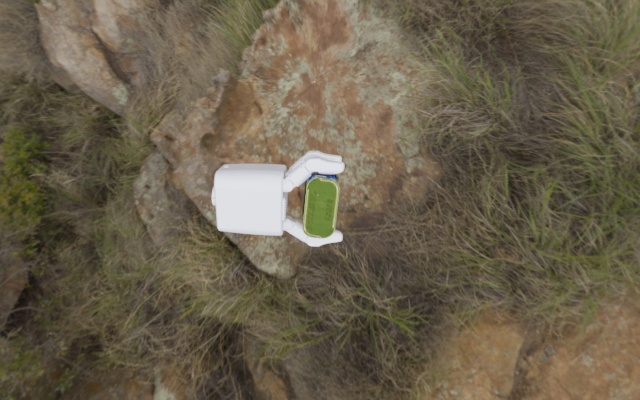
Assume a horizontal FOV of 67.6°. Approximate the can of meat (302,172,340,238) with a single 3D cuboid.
[{"bbox_3d":[0.000,0.003,0.765,0.057,0.102,0.084,5,14,-2],"label":"can of meat"}]
